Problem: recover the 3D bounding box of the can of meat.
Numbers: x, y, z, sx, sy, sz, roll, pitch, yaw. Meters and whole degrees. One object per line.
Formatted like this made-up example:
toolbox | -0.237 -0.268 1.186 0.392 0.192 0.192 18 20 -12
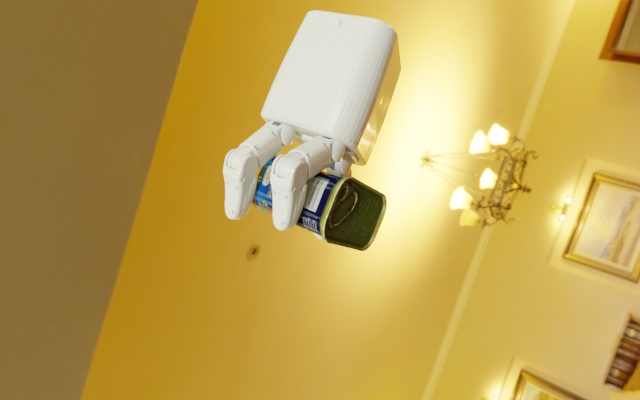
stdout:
can of meat | 0.000 0.001 0.435 0.084 0.057 0.102 21 0 31
